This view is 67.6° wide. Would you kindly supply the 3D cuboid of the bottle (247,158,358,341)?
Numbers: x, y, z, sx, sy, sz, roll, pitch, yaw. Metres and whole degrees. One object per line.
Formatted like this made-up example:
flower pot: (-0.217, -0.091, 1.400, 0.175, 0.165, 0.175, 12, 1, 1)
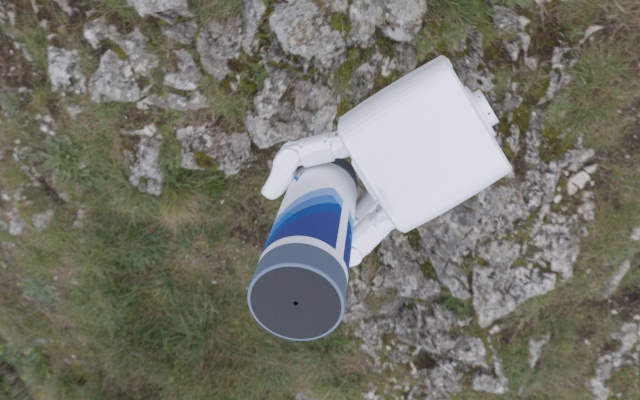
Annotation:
bottle: (0.000, 0.002, 0.448, 0.069, 0.069, 0.295, 0, 28, 7)
